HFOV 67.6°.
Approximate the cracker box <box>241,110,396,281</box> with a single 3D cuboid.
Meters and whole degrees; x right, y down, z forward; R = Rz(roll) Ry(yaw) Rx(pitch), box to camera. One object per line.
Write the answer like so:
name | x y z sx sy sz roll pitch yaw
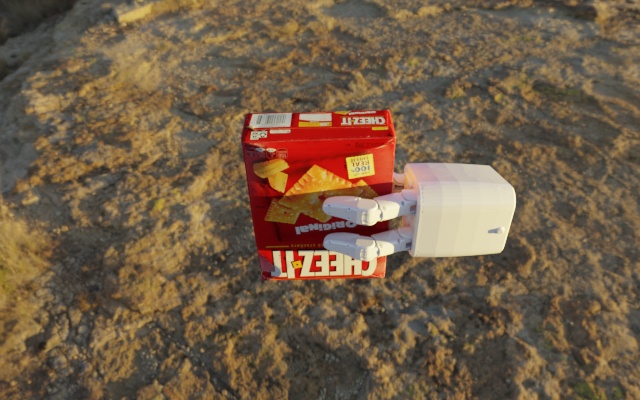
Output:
cracker box | 0.000 0.002 0.575 0.164 0.214 0.072 -1 38 1
